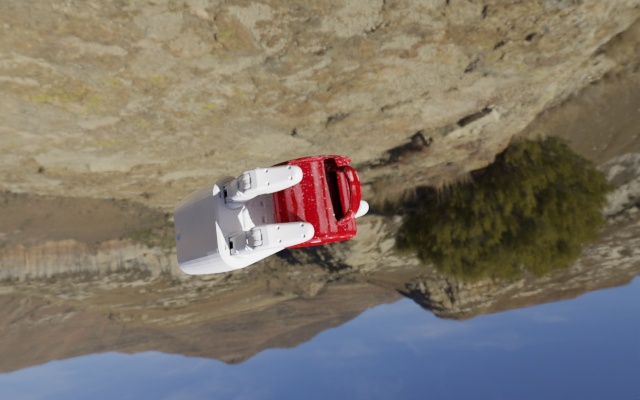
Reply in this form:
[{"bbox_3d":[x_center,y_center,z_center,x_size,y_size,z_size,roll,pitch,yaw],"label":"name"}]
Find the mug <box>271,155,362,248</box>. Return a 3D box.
[{"bbox_3d":[0.001,0.002,0.488,0.093,0.081,0.117,-2,-11,-41],"label":"mug"}]
